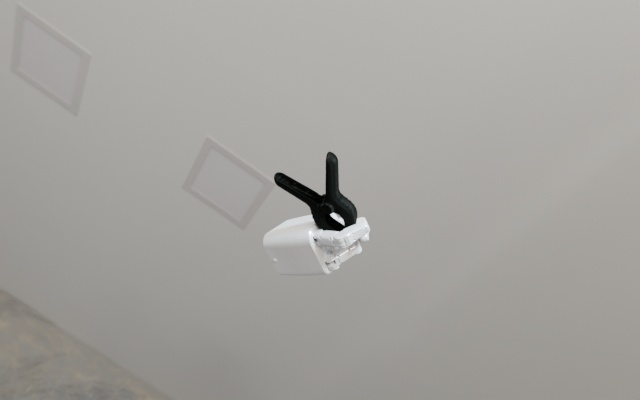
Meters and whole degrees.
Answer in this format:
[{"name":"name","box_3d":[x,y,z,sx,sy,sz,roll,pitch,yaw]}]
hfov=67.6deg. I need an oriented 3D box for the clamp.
[{"name":"clamp","box_3d":[0.001,0.002,0.797,0.120,0.171,0.039,-7,31,32]}]
